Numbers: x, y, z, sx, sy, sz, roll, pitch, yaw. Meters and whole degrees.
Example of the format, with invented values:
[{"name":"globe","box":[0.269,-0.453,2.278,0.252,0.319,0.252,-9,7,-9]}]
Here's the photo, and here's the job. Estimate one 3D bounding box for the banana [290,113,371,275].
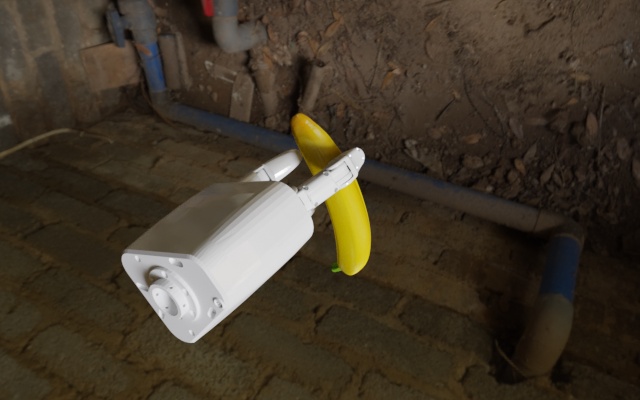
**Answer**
[{"name":"banana","box":[0.016,0.007,0.485,0.069,0.198,0.037,9,36,35]}]
